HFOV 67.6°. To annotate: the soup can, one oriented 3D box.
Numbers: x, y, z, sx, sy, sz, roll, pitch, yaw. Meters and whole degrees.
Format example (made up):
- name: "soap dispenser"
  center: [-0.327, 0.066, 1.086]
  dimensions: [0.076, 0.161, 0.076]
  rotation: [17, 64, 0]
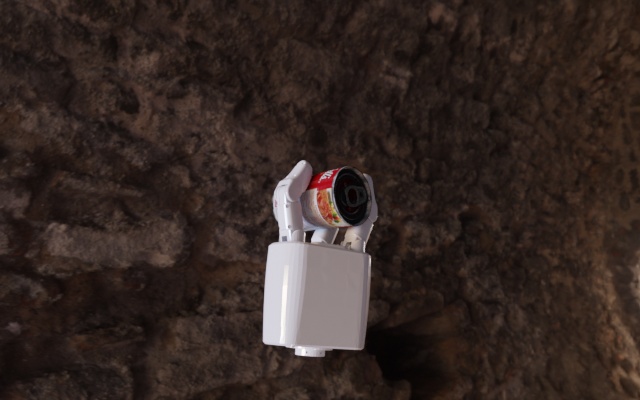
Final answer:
- name: "soup can"
  center: [0.000, 0.001, 0.563]
  dimensions: [0.102, 0.068, 0.068]
  rotation: [-10, -7, 42]
